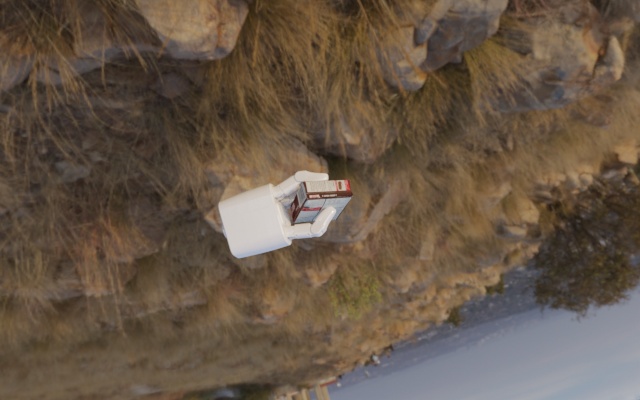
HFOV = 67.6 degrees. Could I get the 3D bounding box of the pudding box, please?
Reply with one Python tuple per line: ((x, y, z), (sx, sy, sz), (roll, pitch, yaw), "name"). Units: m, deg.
((0.000, 0.003, 0.881), (0.090, 0.039, 0.113), (-4, -22, -18), "pudding box")
